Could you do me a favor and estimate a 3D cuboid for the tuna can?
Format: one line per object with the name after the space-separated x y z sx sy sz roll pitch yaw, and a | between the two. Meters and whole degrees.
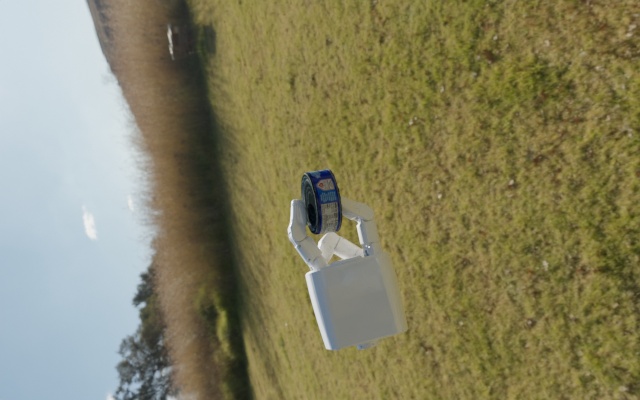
0.000 0.002 0.639 0.034 0.086 0.086 -9 2 -14 | tuna can
